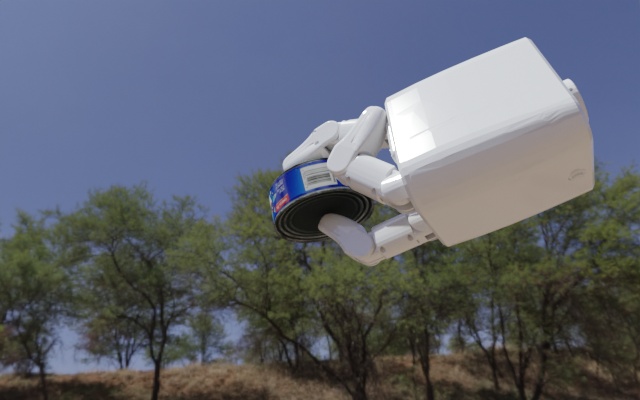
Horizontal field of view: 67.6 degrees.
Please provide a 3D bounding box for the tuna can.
[{"bbox_3d":[0.000,0.001,0.404,0.086,0.033,0.086,-11,-30,-7],"label":"tuna can"}]
